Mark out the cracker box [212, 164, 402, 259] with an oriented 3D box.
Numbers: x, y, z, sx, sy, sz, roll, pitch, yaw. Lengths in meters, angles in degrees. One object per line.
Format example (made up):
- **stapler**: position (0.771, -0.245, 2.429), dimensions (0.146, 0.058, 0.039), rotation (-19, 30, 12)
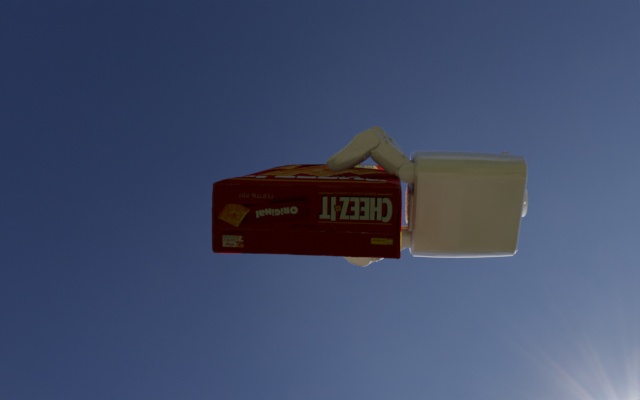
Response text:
- **cracker box**: position (0.000, 0.002, 0.503), dimensions (0.164, 0.072, 0.213), rotation (1, 7, 7)
